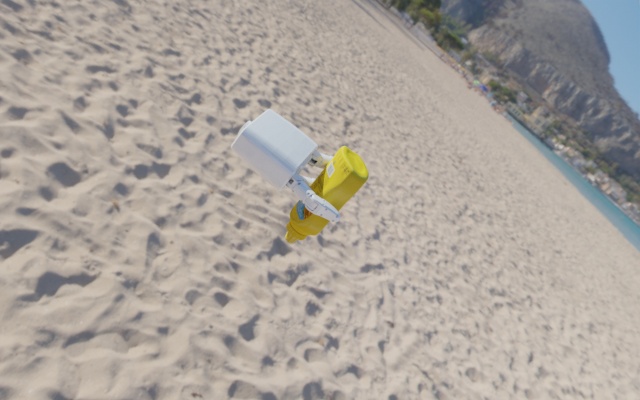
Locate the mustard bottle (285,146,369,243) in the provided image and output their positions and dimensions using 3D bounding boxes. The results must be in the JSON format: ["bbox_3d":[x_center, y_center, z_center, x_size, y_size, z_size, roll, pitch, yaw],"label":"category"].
[{"bbox_3d":[0.001,0.003,0.813,0.058,0.192,0.096,30,24,-25],"label":"mustard bottle"}]
